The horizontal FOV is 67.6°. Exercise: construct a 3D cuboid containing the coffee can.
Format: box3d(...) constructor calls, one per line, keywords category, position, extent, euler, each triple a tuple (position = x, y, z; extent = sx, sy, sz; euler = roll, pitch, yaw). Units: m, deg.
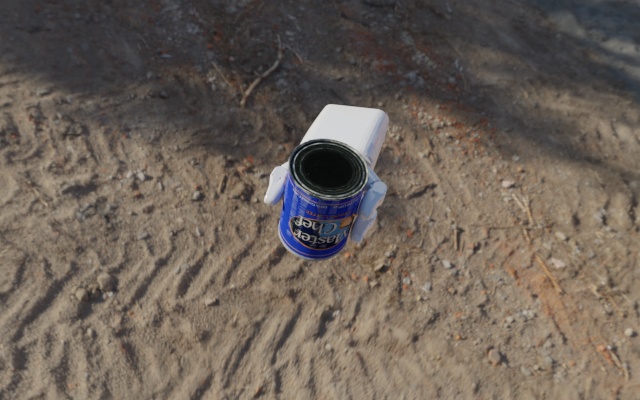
box3d(category="coffee can", position=(0.000, 0.002, 0.644), extent=(0.103, 0.102, 0.140), euler=(0, -38, -11))
